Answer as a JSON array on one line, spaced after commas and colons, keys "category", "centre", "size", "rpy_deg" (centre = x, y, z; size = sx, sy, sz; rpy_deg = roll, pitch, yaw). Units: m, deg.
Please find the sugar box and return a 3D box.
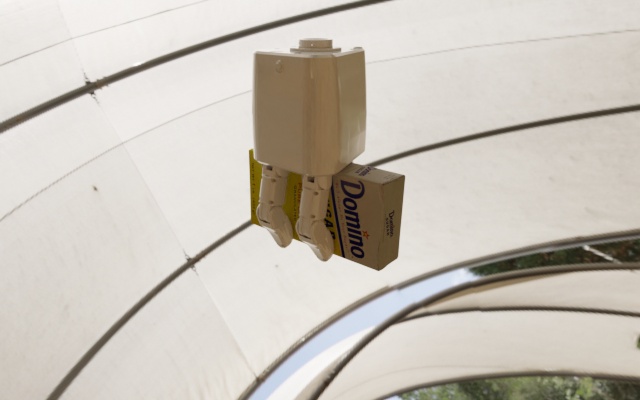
[{"category": "sugar box", "centre": [0.000, 0.002, 0.506], "size": [0.176, 0.093, 0.048], "rpy_deg": [18, 27, 37]}]
